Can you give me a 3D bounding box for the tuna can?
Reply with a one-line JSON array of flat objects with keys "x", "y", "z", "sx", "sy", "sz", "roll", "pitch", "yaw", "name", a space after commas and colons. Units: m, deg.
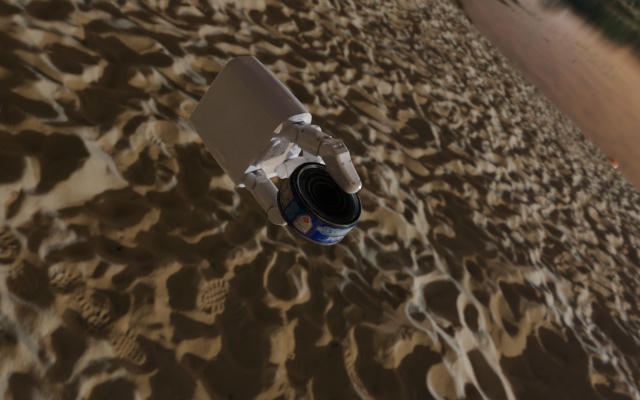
[{"x": 0.000, "y": 0.001, "z": 0.494, "sx": 0.086, "sy": 0.086, "sz": 0.034, "roll": 0, "pitch": -36, "yaw": -41, "name": "tuna can"}]
